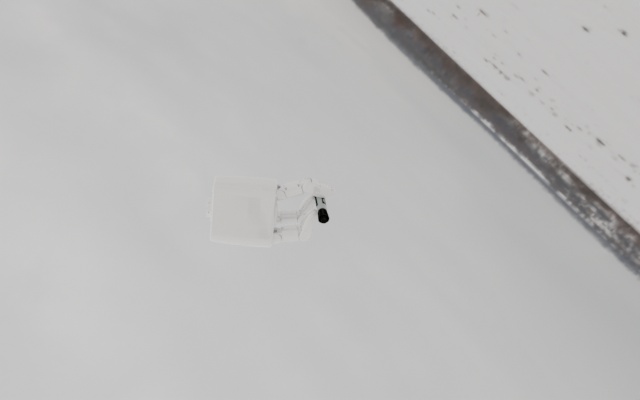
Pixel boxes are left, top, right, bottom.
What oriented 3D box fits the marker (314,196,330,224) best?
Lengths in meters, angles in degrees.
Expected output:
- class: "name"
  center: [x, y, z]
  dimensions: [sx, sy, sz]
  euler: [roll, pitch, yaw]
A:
- class: "marker"
  center: [0.000, 0.003, 0.824]
  dimensions: [0.020, 0.020, 0.121]
  euler: [0, 30, -6]
